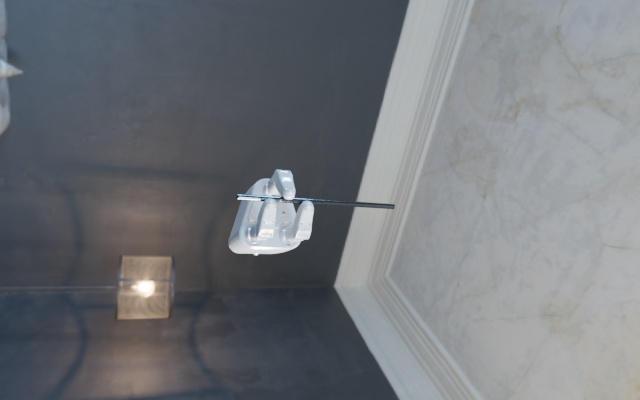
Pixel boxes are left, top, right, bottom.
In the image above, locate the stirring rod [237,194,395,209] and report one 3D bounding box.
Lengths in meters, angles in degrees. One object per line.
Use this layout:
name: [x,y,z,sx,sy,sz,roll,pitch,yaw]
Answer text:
stirring rod: [0.000,0.002,0.683,0.239,0.011,0.011,4,-1,-22]
